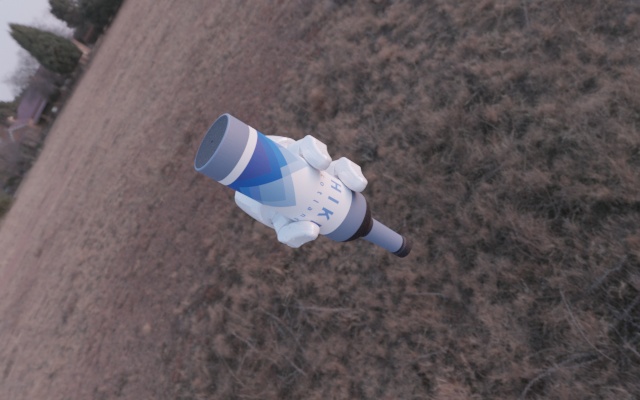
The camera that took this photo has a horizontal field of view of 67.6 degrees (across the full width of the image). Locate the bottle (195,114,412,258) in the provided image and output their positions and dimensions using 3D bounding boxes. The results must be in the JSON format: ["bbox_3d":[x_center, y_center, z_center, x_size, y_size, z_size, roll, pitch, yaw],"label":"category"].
[{"bbox_3d":[0.000,0.002,0.560,0.296,0.069,0.069,29,-16,-30],"label":"bottle"}]
